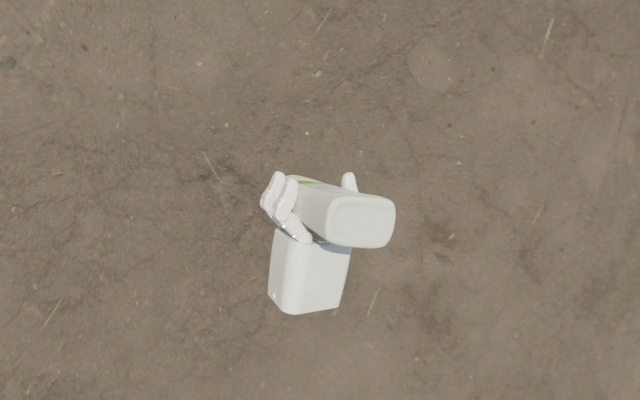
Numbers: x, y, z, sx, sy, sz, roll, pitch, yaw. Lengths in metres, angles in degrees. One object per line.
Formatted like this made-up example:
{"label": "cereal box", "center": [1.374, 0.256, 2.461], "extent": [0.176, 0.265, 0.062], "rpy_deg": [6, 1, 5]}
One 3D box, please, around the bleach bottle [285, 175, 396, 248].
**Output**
{"label": "bleach bottle", "center": [0.000, 0.002, 0.698], "extent": [0.102, 0.068, 0.250], "rpy_deg": [6, 9, -25]}
